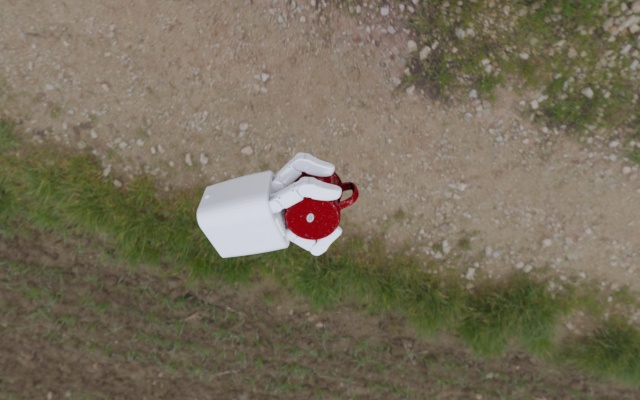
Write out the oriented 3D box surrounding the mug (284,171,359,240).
[{"bbox_3d":[0.002,0.002,0.712,0.117,0.093,0.081,-12,32,9],"label":"mug"}]
